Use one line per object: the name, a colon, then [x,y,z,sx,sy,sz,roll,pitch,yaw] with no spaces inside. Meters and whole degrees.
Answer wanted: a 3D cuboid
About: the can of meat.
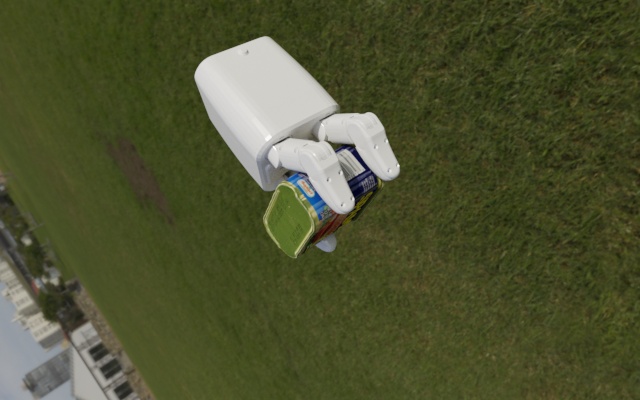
can of meat: [0.000,0.002,0.444,0.084,0.057,0.102,-32,-14,-29]
